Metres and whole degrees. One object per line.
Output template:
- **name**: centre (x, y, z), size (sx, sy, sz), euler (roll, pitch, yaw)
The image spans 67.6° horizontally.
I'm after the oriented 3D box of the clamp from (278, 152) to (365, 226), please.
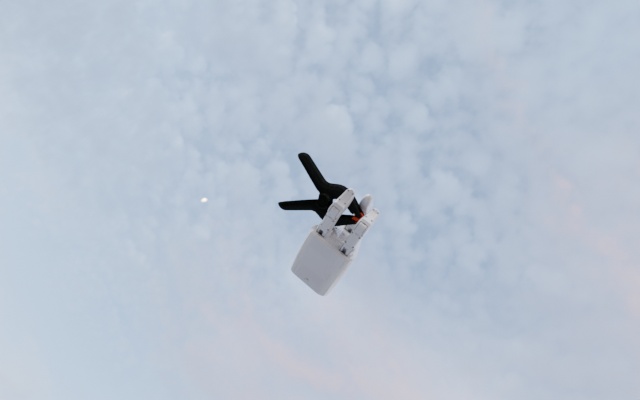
- **clamp**: centre (0.001, 0.003, 0.896), size (0.171, 0.120, 0.039), euler (39, 29, 14)
